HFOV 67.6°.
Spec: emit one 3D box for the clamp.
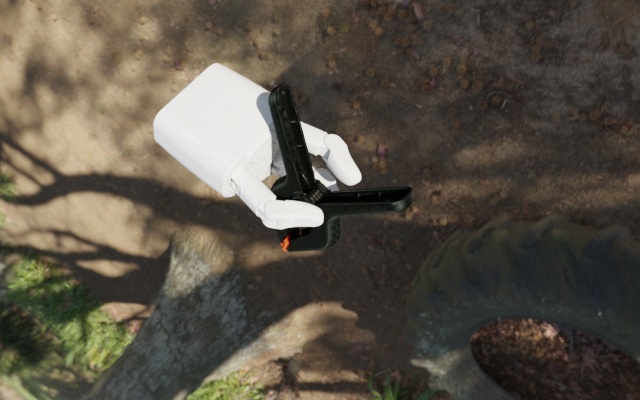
[{"bbox_3d":[-0.001,0.002,0.498,0.164,0.210,0.036,38,53,15],"label":"clamp"}]
